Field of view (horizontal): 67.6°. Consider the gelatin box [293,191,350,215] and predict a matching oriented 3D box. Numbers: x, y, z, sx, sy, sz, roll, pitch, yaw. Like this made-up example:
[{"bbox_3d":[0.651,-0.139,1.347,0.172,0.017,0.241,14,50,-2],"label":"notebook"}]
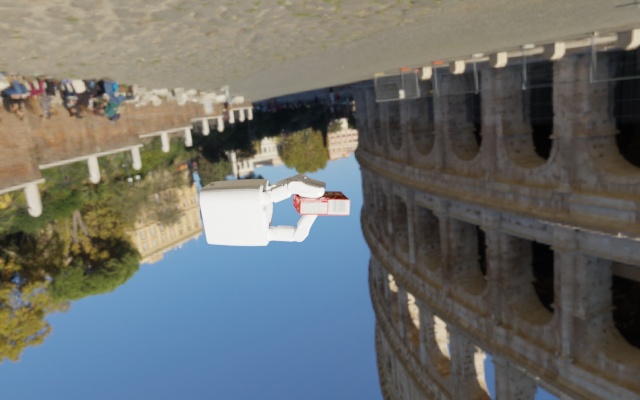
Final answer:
[{"bbox_3d":[0.000,0.003,0.825,0.089,0.030,0.073,1,12,-10],"label":"gelatin box"}]
